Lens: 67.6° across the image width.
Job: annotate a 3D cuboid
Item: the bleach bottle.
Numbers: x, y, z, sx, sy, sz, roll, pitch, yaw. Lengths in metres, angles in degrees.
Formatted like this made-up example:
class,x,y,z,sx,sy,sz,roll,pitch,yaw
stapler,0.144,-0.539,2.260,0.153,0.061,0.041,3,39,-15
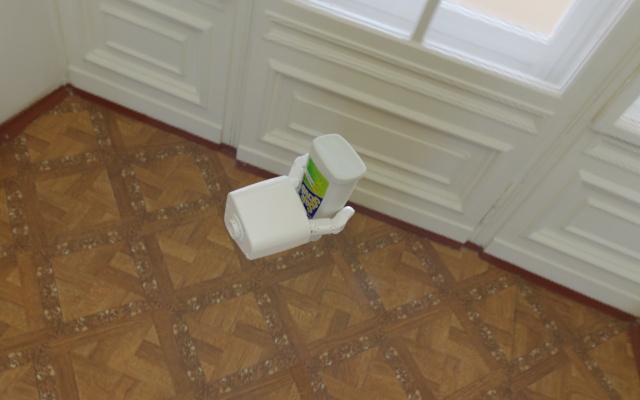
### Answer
class,x,y,z,sx,sy,sz,roll,pitch,yaw
bleach bottle,0.000,0.003,0.855,0.068,0.102,0.251,-17,-31,-28
